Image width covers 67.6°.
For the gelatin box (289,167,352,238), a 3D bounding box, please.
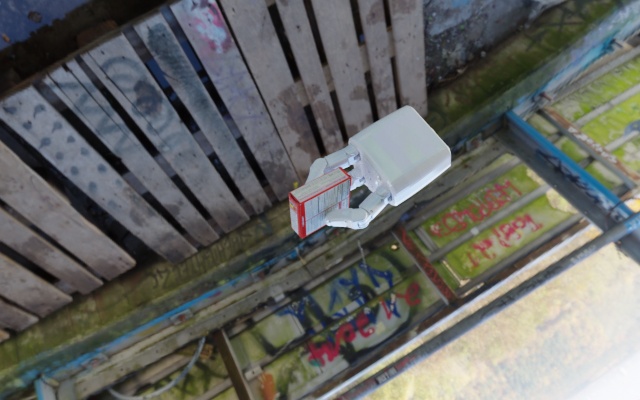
[{"bbox_3d":[0.000,0.003,0.665,0.089,0.073,0.030,-29,54,-23],"label":"gelatin box"}]
